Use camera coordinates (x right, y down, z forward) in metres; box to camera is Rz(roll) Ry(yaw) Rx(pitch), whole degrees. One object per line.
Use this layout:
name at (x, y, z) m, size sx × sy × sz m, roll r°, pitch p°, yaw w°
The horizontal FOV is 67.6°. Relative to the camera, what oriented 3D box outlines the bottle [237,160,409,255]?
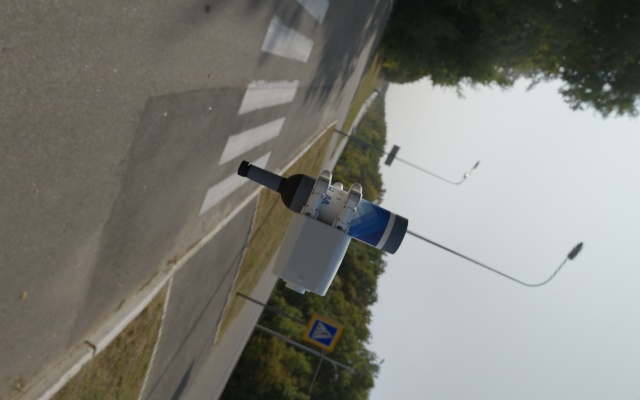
bottle at (0.000, 0.003, 0.805) m, size 0.296 × 0.069 × 0.069 m, roll 24°, pitch 0°, yaw -1°
